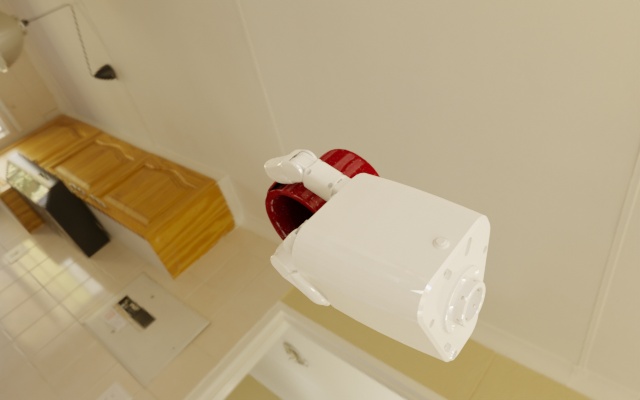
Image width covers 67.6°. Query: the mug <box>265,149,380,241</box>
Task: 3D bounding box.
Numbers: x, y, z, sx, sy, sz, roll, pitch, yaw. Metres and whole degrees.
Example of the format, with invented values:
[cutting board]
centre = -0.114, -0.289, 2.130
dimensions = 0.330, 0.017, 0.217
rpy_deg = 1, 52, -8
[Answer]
[mug]
centre = -0.001, 0.001, 0.459
dimensions = 0.117, 0.093, 0.081
rpy_deg = 21, 52, 38
